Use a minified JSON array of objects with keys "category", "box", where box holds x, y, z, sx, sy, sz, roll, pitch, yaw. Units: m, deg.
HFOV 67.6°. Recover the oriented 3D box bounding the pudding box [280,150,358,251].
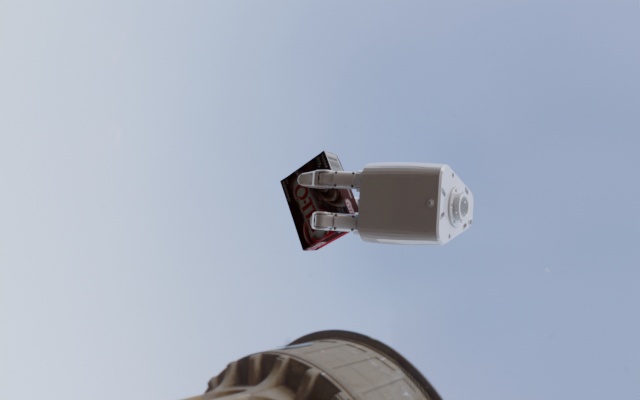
[{"category":"pudding box","box":[0.000,0.002,0.662,0.090,0.113,0.039,-32,-24,31]}]
